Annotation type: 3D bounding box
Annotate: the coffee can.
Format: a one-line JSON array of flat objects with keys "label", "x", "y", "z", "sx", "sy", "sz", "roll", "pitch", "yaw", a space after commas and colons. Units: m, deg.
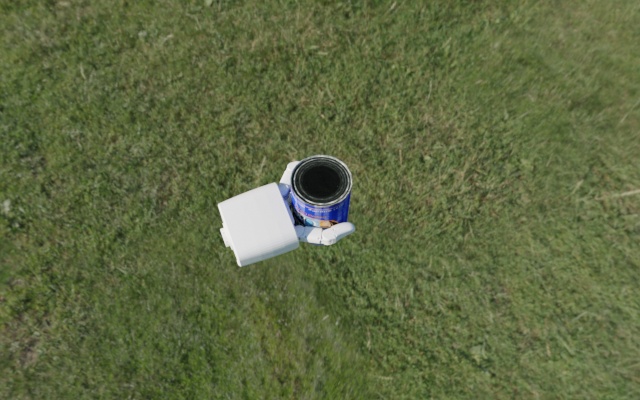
[{"label": "coffee can", "x": 0.000, "y": 0.003, "z": 0.834, "sx": 0.103, "sy": 0.102, "sz": 0.140, "roll": 0, "pitch": -31, "yaw": -1}]
